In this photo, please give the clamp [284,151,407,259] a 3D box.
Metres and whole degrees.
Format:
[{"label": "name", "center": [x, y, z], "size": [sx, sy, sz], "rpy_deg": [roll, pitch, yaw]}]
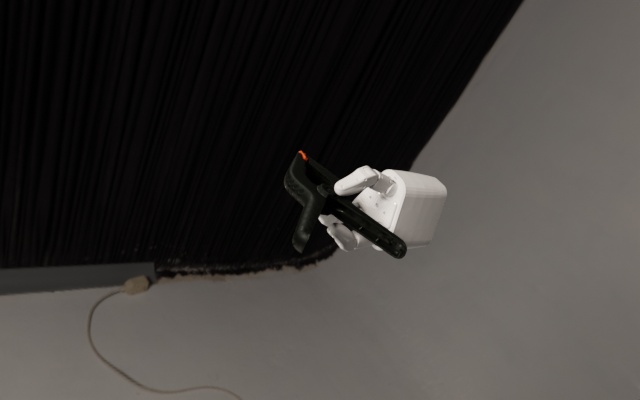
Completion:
[{"label": "clamp", "center": [0.000, 0.001, 0.627], "size": [0.164, 0.036, 0.210], "rpy_deg": [4, 36, -40]}]
